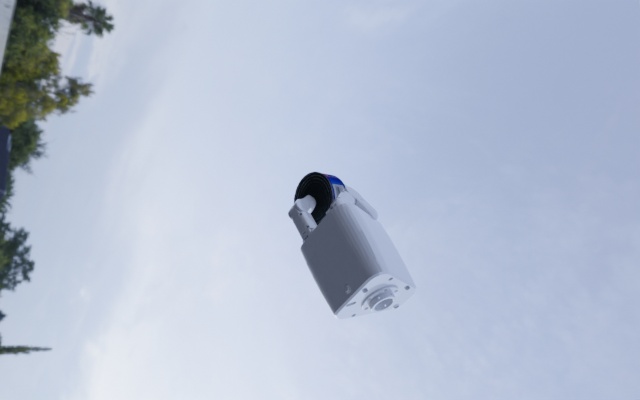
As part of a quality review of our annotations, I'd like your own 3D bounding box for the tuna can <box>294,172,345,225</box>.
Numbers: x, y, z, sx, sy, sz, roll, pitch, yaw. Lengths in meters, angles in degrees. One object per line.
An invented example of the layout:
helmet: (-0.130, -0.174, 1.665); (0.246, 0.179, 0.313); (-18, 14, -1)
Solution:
tuna can: (0.001, 0.002, 0.699); (0.034, 0.086, 0.086); (7, -4, -41)
